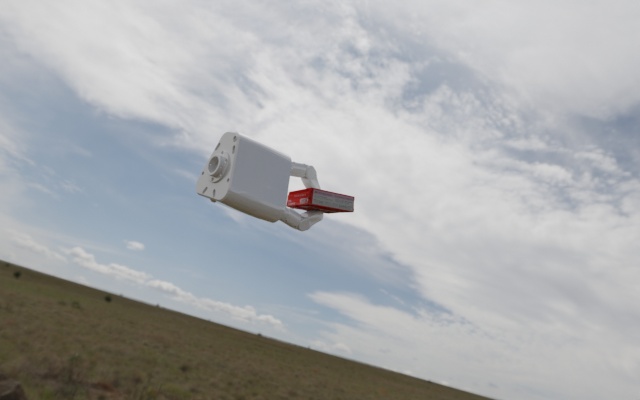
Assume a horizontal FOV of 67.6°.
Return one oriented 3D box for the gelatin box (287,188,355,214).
[{"bbox_3d":[0.000,0.002,0.794,0.089,0.030,0.073,10,-9,-33],"label":"gelatin box"}]
